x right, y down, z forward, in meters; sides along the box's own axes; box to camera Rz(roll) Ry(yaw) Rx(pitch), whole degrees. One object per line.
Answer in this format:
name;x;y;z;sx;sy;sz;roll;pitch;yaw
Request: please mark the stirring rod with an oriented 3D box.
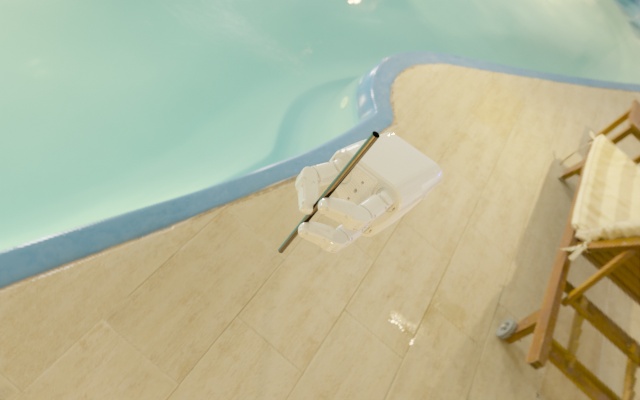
stirring rod;0.000;0.002;0.535;0.011;0.011;0.240;0;-32;-30
